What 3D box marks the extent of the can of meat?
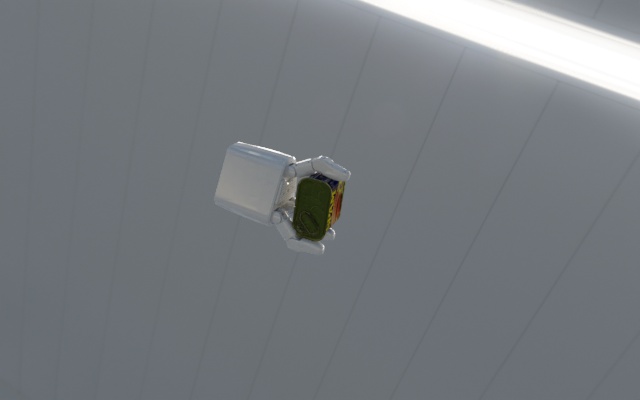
[{"bbox_3d":[0.000,0.002,0.772,0.057,0.102,0.084,15,23,16],"label":"can of meat"}]
